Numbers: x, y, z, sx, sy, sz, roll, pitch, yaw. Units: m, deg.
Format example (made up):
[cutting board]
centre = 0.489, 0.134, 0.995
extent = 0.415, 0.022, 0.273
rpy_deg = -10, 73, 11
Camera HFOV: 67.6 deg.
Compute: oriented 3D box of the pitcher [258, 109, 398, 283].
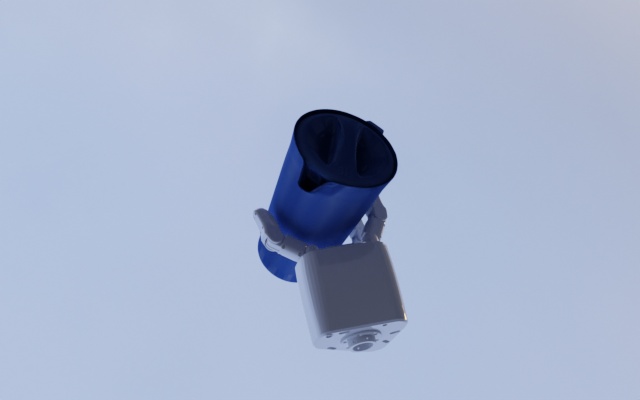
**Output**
[pitcher]
centre = 0.000, 0.002, 0.653
extent = 0.149, 0.145, 0.243
rpy_deg = 4, -40, -22
